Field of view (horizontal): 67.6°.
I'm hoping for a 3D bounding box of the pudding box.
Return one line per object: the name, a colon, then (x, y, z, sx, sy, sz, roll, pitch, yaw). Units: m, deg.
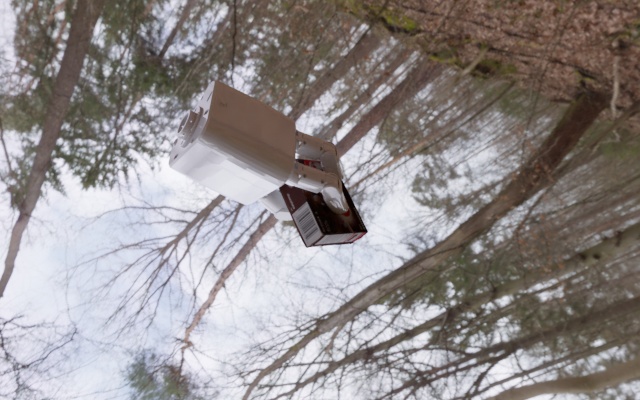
pudding box: (0.000, 0.002, 0.603, 0.090, 0.113, 0.039, 0, -30, -48)
